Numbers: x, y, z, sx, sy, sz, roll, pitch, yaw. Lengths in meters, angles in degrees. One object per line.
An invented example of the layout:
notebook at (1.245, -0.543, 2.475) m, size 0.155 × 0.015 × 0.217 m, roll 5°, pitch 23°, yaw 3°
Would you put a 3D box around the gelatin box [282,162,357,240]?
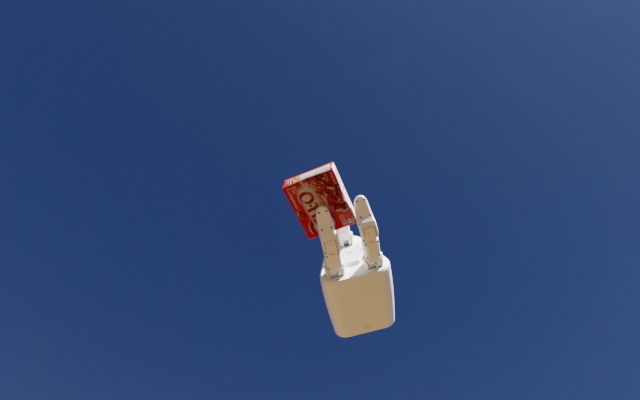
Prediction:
gelatin box at (0.000, 0.002, 0.647) m, size 0.073 × 0.089 × 0.030 m, roll -20°, pitch 25°, yaw 12°
